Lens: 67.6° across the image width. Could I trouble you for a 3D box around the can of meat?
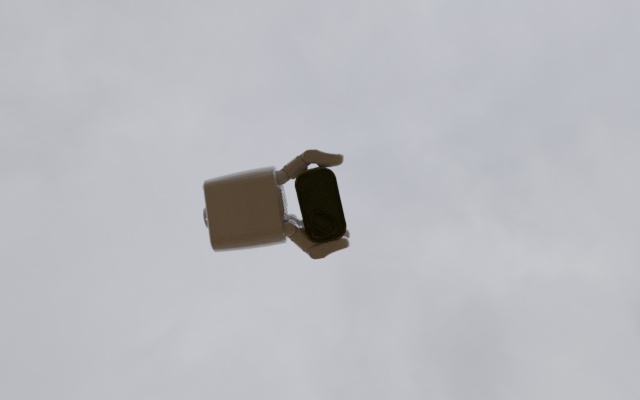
[{"bbox_3d":[0.000,0.002,0.682,0.057,0.102,0.084,-13,7,1],"label":"can of meat"}]
